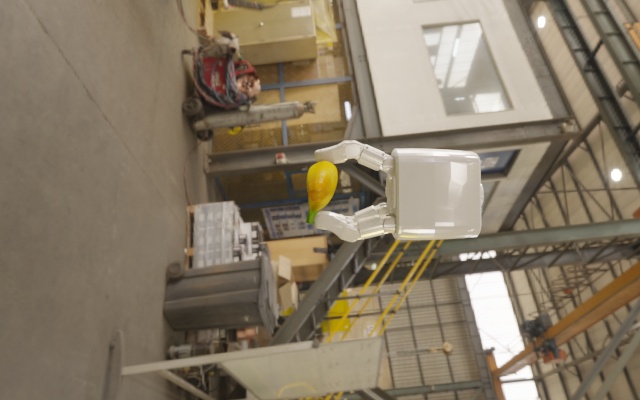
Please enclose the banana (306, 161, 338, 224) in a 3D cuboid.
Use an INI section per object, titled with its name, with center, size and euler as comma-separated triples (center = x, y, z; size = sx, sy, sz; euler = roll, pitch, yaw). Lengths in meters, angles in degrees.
[banana]
center = 0.002, -0.016, 0.604
size = 0.037, 0.069, 0.198
euler = 6, -11, 0
